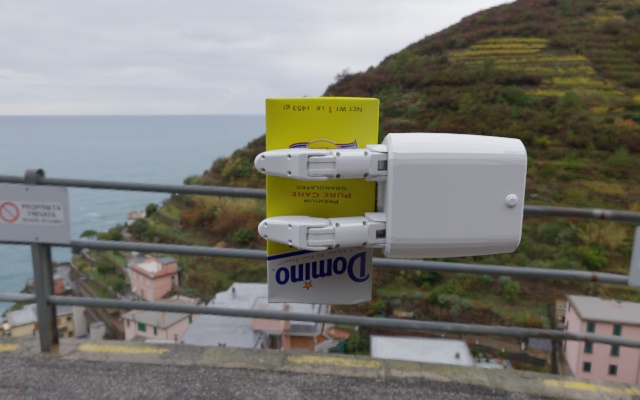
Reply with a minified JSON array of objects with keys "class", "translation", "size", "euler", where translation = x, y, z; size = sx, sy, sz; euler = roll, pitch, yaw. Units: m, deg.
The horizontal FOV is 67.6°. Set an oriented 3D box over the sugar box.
[{"class":"sugar box","translation":[0.000,0.001,0.411],"size":[0.093,0.176,0.048],"euler":[0,11,0]}]
